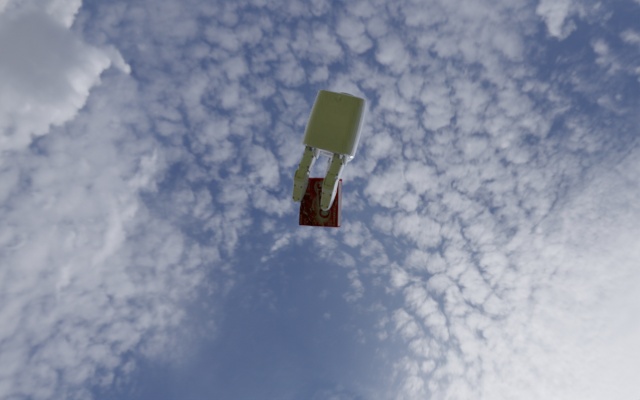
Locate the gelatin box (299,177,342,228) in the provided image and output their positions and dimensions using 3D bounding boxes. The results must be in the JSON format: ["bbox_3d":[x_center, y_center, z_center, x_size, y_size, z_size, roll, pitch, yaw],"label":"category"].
[{"bbox_3d":[0.000,0.003,0.863,0.073,0.089,0.030,2,1,16],"label":"gelatin box"}]
